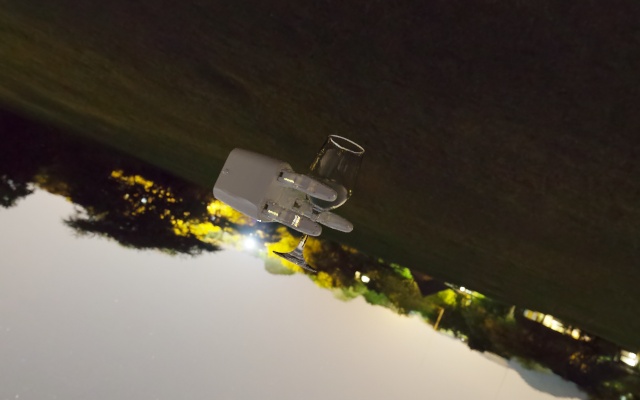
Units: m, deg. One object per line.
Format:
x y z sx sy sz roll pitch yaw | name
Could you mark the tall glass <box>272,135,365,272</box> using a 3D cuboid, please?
0.000 0.003 0.734 0.079 0.201 0.079 24 -4 2 | tall glass
